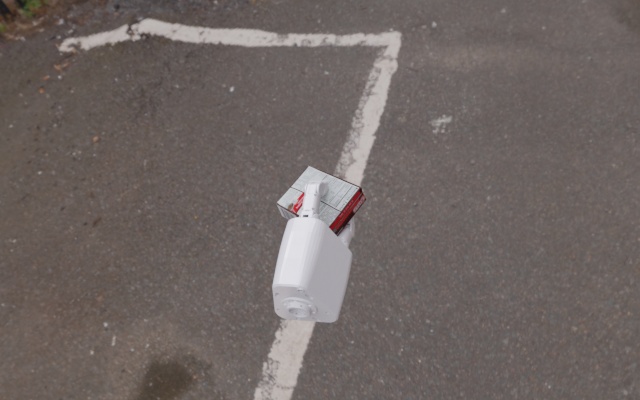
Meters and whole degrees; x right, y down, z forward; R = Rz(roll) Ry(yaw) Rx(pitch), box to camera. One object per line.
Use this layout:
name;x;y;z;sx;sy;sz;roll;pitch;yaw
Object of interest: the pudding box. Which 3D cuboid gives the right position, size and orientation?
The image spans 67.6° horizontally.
pudding box;0.000;0.002;0.742;0.113;0.090;0.039;26;-24;33
